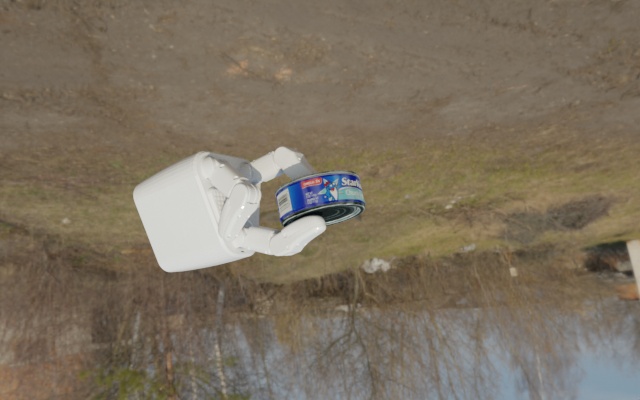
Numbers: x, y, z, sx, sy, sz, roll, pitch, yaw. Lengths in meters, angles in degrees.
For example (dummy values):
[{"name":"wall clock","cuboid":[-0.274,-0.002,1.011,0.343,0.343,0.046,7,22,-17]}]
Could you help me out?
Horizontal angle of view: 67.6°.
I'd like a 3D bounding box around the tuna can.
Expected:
[{"name":"tuna can","cuboid":[0.000,0.002,0.470,0.086,0.033,0.086,-11,-15,-3]}]
